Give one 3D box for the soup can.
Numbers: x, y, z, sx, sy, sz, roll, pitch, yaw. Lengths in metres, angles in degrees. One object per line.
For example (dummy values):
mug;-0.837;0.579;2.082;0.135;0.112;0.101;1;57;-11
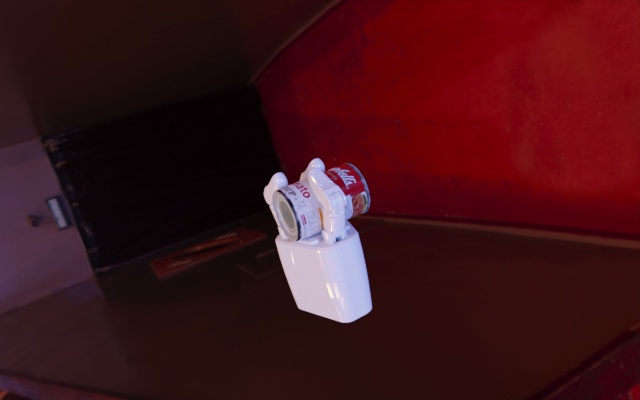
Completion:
soup can;0.000;0.002;0.589;0.102;0.068;0.068;-22;9;-23
